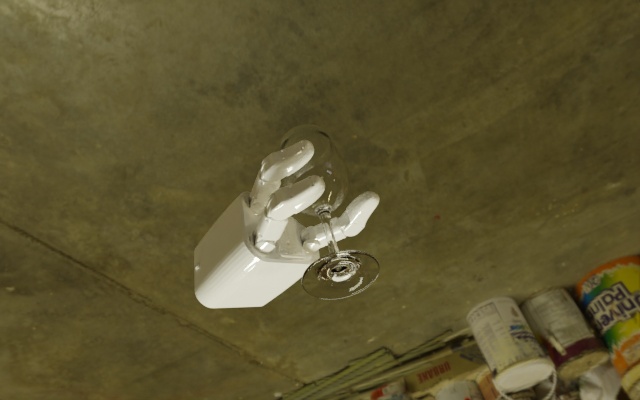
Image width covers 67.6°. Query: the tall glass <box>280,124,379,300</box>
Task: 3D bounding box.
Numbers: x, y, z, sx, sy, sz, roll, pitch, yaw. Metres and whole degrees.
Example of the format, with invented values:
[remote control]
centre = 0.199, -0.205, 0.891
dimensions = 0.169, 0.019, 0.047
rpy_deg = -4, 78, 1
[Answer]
[tall glass]
centre = 0.000, 0.002, 0.512
dimensions = 0.079, 0.200, 0.079
rpy_deg = -8, -44, -7
